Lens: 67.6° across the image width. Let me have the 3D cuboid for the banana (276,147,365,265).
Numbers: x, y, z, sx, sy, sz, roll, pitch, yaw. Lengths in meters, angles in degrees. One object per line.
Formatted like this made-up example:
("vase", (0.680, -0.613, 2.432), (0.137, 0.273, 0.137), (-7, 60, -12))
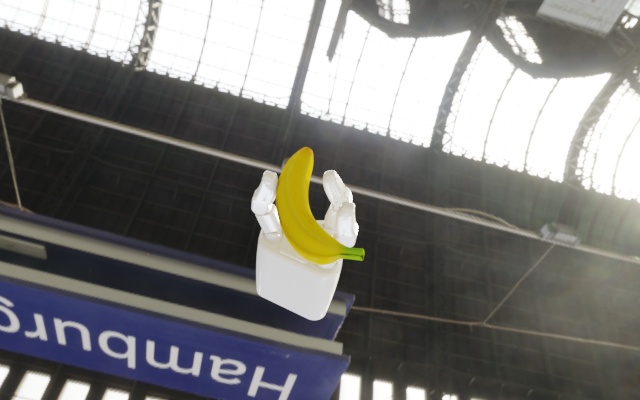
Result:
("banana", (-0.017, 0.007, 0.541), (0.069, 0.037, 0.197), (-10, 44, -15))
